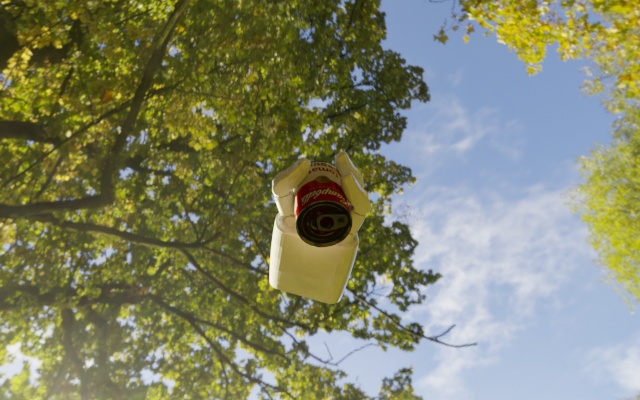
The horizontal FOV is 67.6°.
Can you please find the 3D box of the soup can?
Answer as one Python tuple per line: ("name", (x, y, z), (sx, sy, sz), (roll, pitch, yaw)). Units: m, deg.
("soup can", (0.000, 0.001, 0.605), (0.068, 0.068, 0.102), (0, 33, -6))
